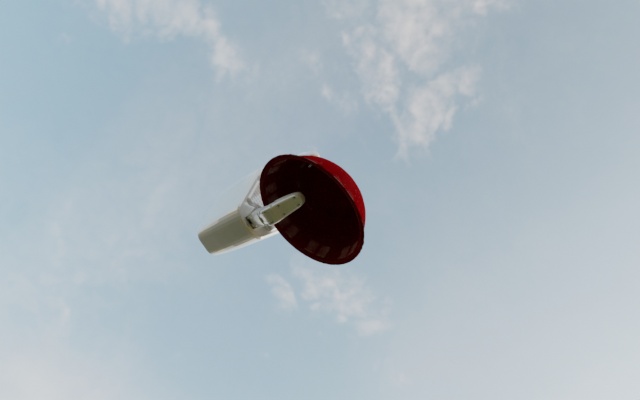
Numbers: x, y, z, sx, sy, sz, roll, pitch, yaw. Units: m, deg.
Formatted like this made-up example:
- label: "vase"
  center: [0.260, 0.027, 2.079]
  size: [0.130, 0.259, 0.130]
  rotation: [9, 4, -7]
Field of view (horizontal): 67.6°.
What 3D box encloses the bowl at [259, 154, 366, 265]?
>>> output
- label: "bowl"
  center: [0.001, 0.002, 0.609]
  size: [0.162, 0.162, 0.055]
  rotation: [0, 31, 43]
